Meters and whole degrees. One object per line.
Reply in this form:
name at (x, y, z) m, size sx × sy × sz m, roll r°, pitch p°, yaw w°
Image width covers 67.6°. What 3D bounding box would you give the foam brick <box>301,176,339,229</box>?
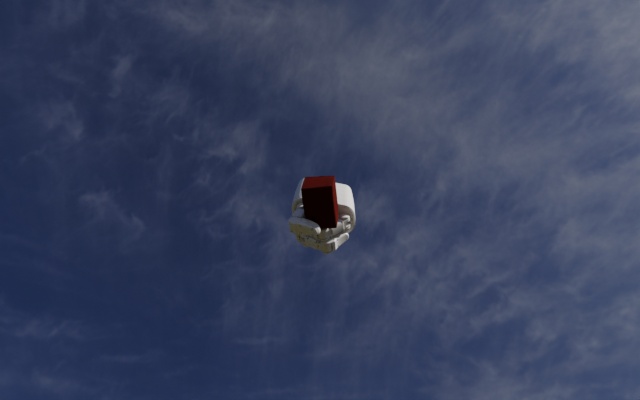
foam brick at (0.000, 0.002, 0.801) m, size 0.053 × 0.078 × 0.051 m, roll -2°, pitch 26°, yaw 8°
